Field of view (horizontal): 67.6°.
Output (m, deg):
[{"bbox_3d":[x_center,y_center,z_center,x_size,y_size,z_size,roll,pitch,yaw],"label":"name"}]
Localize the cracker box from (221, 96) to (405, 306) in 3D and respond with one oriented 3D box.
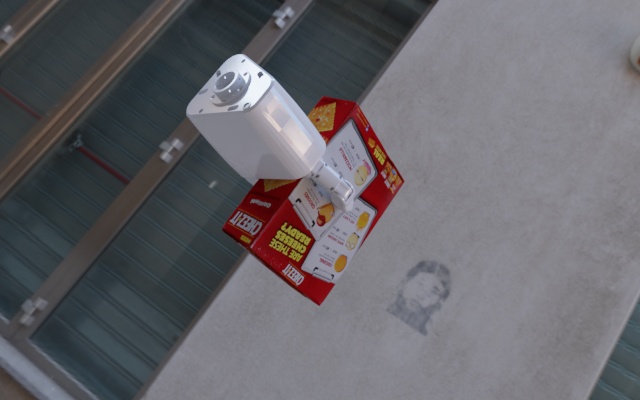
[{"bbox_3d":[0.000,0.002,0.613,0.072,0.213,0.164,23,-19,43],"label":"cracker box"}]
